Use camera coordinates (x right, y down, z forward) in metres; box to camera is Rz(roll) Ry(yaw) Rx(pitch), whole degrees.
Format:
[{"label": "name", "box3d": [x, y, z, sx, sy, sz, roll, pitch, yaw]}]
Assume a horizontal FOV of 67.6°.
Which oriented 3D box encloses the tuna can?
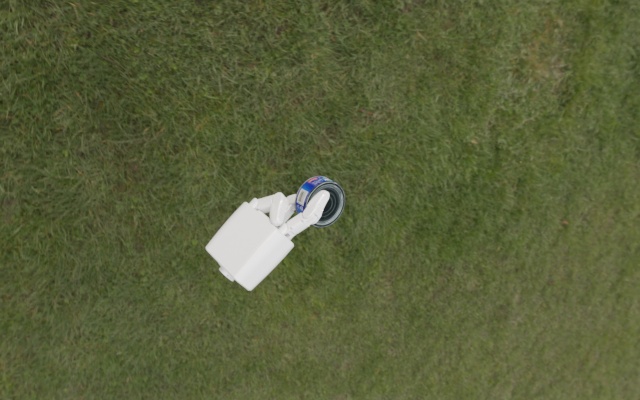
[{"label": "tuna can", "box3d": [0.000, 0.003, 0.826, 0.086, 0.086, 0.033, 0, 18, -36]}]
